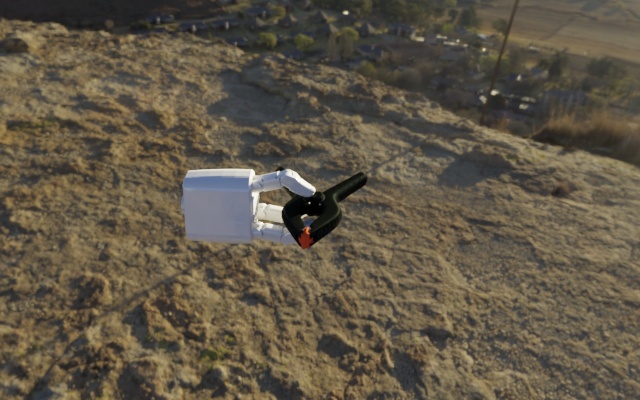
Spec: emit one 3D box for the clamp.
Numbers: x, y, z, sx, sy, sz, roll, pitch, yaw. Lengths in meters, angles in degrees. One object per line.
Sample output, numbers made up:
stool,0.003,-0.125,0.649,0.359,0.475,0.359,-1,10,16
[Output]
clamp,0.000,0.002,0.775,0.164,0.036,0.209,-1,33,1
